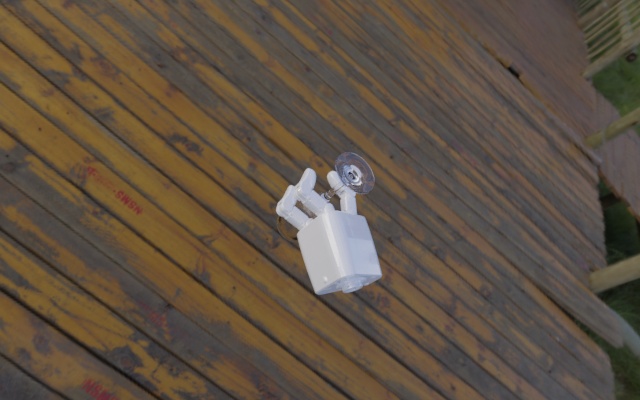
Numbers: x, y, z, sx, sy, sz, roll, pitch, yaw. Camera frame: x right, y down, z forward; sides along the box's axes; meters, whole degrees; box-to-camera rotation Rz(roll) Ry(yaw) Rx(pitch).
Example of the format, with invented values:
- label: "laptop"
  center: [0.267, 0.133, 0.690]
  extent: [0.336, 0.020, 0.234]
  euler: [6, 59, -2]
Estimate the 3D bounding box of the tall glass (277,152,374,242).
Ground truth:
- label: "tall glass"
  center: [0.001, 0.002, 0.805]
  extent: [0.079, 0.079, 0.201]
  euler: [0, -27, -38]
